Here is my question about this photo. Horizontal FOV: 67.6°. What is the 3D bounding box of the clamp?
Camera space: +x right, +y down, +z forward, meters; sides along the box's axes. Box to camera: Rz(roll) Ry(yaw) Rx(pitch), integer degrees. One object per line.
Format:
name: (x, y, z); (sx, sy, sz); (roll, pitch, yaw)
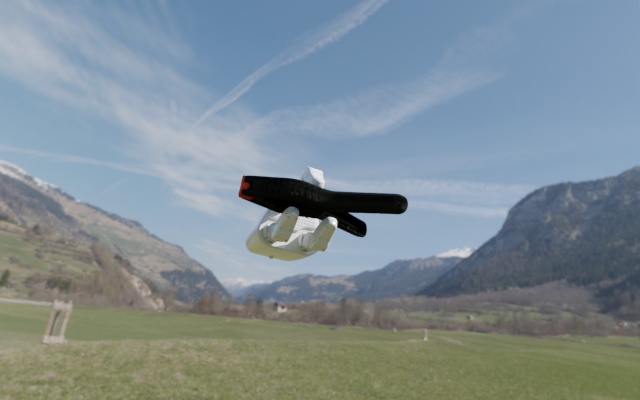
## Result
clamp: (0.000, 0.001, 0.631); (0.210, 0.036, 0.164); (16, -20, -17)
